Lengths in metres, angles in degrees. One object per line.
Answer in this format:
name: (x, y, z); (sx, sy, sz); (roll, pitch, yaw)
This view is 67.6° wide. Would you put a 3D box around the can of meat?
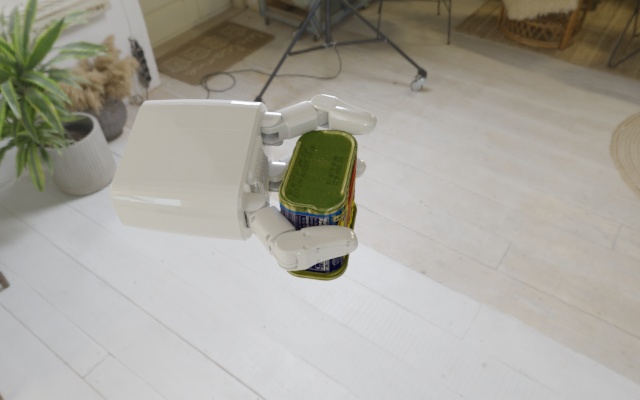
can of meat: (0.000, 0.001, 0.404); (0.057, 0.084, 0.102); (7, 46, 8)
